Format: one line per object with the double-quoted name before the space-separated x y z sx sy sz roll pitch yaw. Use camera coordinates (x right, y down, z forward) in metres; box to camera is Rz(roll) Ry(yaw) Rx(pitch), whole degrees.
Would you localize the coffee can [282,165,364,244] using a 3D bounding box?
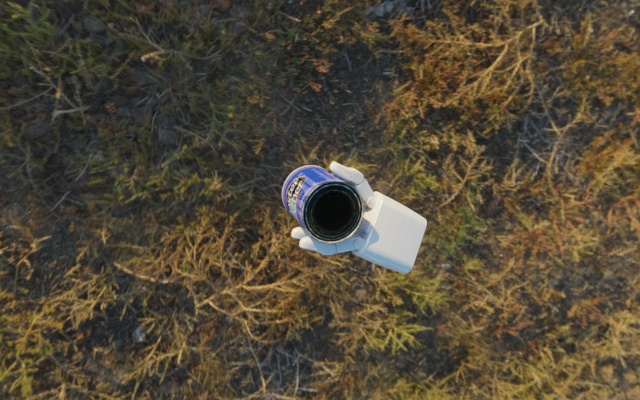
"coffee can" 0.000 0.002 0.804 0.103 0.103 0.140 0 14 -18
